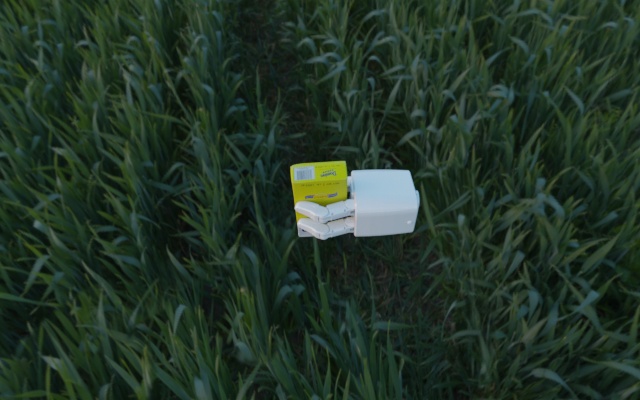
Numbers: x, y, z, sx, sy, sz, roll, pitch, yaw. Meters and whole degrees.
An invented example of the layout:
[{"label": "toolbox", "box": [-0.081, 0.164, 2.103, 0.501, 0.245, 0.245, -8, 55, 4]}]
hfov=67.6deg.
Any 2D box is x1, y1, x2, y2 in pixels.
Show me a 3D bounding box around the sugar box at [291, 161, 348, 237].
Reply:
[{"label": "sugar box", "box": [0.000, 0.003, 0.849, 0.093, 0.048, 0.176, -4, -37, 0]}]
